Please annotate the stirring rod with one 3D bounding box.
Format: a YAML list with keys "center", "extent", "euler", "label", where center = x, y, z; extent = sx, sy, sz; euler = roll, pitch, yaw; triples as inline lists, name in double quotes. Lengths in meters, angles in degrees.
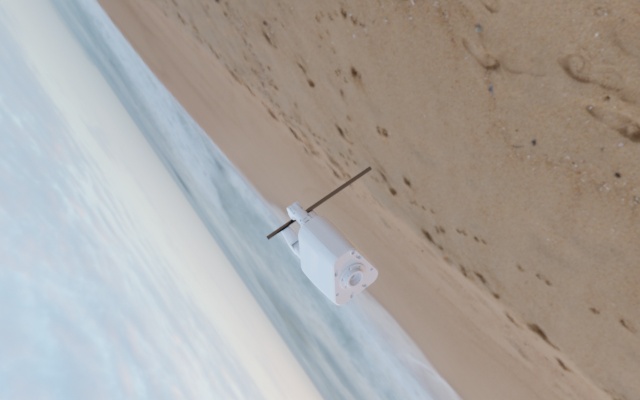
- center: [0.000, 0.003, 0.899]
  extent: [0.239, 0.011, 0.011]
  euler: [-34, 9, -13]
  label: "stirring rod"
